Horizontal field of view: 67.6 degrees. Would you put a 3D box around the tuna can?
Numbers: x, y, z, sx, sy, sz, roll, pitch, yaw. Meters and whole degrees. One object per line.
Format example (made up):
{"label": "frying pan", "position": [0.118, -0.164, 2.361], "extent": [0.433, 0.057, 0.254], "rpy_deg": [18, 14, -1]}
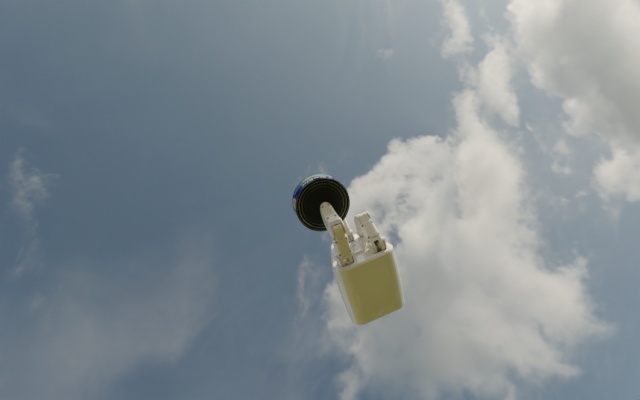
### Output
{"label": "tuna can", "position": [0.000, 0.002, 0.742], "extent": [0.086, 0.086, 0.033], "rpy_deg": [0, 18, -16]}
